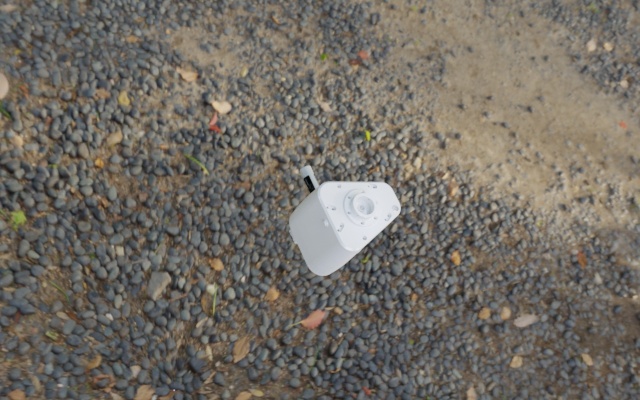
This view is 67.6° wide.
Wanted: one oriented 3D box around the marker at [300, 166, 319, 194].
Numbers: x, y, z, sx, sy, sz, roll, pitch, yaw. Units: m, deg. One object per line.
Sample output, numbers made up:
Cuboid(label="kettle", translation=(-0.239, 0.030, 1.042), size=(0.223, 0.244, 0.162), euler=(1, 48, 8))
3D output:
Cuboid(label="marker", translation=(0.000, 0.002, 0.741), size=(0.020, 0.121, 0.020), euler=(-23, -13, -6))
